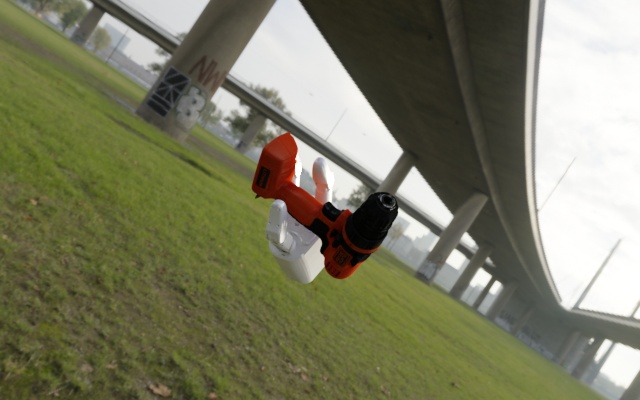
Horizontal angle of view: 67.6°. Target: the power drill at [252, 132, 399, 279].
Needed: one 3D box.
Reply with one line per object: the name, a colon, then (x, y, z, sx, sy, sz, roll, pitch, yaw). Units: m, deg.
power drill: (0.000, 0.002, 0.610, 0.057, 0.187, 0.184, -37, -14, -35)
